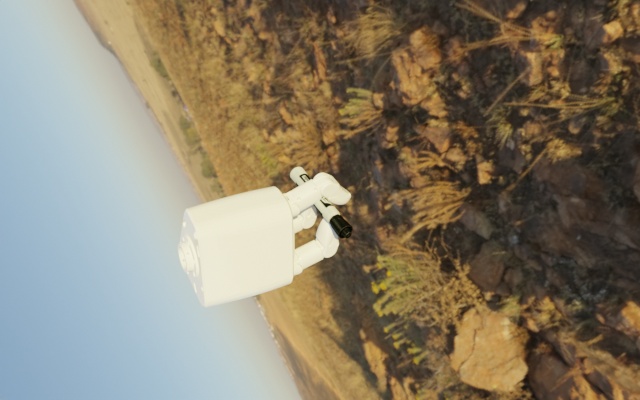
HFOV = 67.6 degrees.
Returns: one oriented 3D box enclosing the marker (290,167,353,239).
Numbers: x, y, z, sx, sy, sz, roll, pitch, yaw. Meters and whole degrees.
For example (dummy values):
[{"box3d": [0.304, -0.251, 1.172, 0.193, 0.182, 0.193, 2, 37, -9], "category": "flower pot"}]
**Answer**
[{"box3d": [0.000, 0.002, 0.554, 0.020, 0.020, 0.121, 0, 37, -39], "category": "marker"}]
